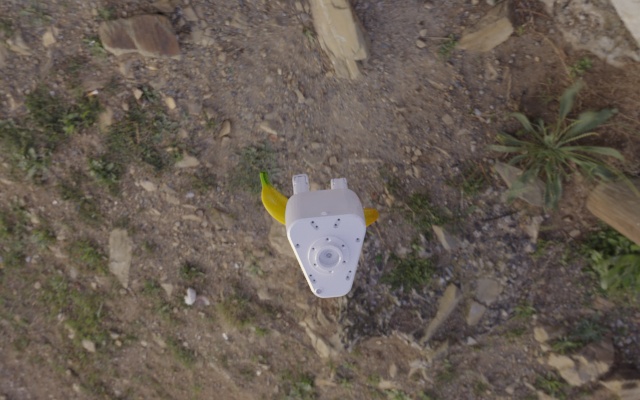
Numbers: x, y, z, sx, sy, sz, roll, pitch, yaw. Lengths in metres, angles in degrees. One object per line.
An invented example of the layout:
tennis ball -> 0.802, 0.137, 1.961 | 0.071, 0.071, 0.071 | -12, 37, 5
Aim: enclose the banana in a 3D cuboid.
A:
banana -> -0.009, 0.019, 0.740 | 0.198, 0.069, 0.037 | 19, 11, -7
